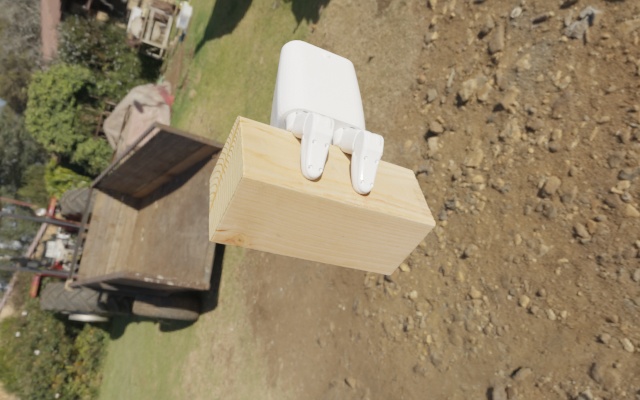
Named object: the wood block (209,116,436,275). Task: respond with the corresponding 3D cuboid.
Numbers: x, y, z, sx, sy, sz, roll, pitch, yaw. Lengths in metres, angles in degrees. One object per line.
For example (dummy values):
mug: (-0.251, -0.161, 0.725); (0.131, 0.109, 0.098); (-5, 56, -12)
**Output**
wood block: (0.000, 0.001, 0.490); (0.206, 0.090, 0.091); (14, -50, -25)
